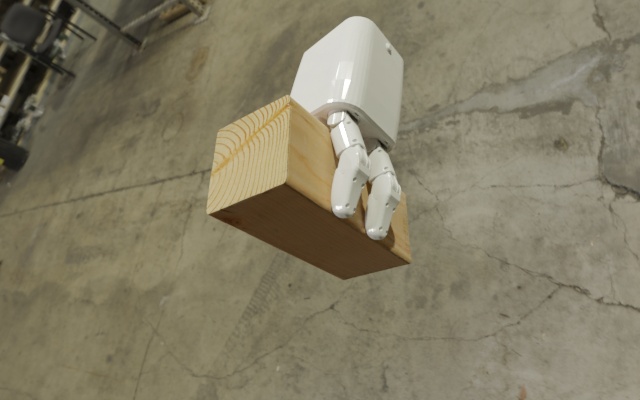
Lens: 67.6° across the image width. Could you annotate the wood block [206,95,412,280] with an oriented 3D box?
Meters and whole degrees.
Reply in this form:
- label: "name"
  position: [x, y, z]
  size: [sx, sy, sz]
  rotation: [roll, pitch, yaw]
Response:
- label: "wood block"
  position: [0.000, 0.001, 0.471]
  size: [0.091, 0.090, 0.206]
  rotation: [-19, -34, 32]
